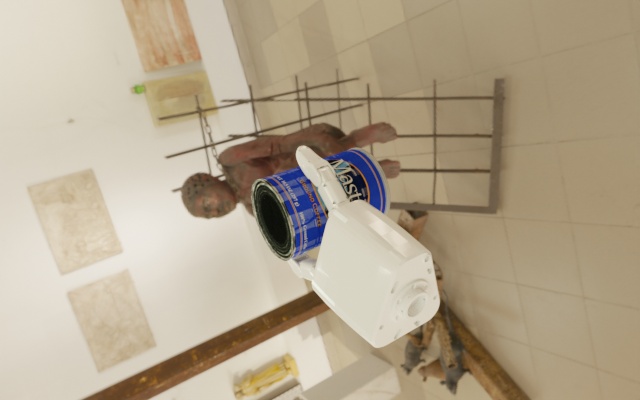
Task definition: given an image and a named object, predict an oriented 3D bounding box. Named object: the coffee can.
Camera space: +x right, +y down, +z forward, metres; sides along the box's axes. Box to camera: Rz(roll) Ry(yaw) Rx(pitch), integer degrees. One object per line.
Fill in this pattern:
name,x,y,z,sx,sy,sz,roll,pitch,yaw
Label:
coffee can,0.000,0.002,0.591,0.140,0.103,0.103,-20,10,-27
